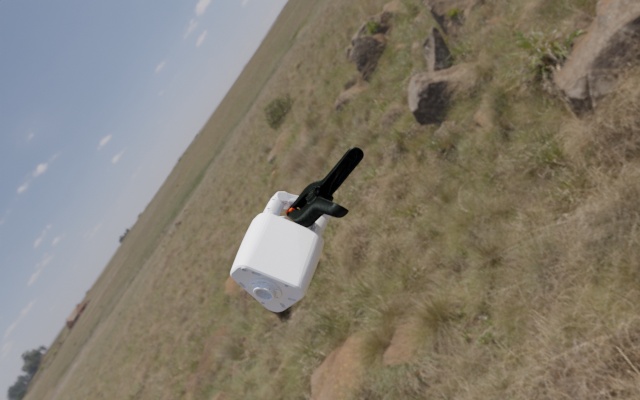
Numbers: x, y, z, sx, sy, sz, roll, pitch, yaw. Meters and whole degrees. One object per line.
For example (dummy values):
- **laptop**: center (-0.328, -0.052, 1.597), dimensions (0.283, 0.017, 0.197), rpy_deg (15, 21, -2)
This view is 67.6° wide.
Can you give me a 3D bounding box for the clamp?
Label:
- **clamp**: center (0.000, 0.002, 0.721), dimensions (0.039, 0.120, 0.171), rpy_deg (35, -46, -15)
